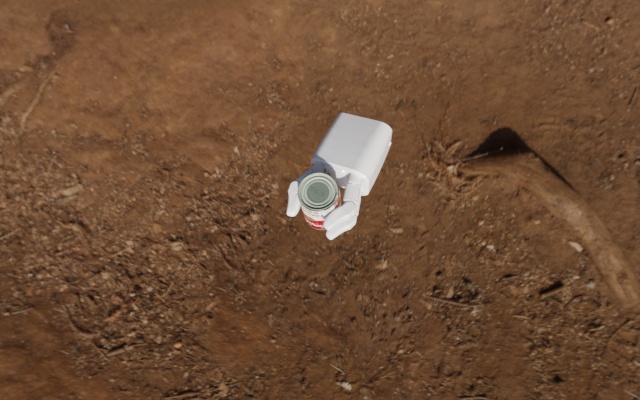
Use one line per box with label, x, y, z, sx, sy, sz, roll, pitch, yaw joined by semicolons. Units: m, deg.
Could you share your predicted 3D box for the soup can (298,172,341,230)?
soup can;0.000;0.003;0.798;0.068;0.068;0.102;0;-20;4
